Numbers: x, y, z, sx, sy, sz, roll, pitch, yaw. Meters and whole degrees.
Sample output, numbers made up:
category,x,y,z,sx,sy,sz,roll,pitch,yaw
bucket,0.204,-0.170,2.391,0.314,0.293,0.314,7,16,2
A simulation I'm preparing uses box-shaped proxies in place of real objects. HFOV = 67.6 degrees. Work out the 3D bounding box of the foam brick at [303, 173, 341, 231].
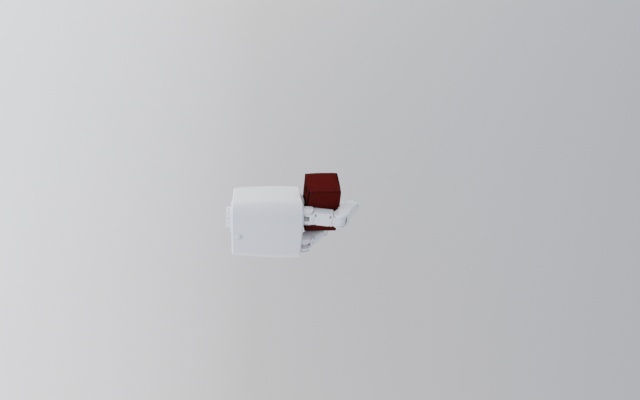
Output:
category,x,y,z,sx,sy,sz,roll,pitch,yaw
foam brick,0.000,0.002,0.745,0.051,0.078,0.053,1,35,-8
